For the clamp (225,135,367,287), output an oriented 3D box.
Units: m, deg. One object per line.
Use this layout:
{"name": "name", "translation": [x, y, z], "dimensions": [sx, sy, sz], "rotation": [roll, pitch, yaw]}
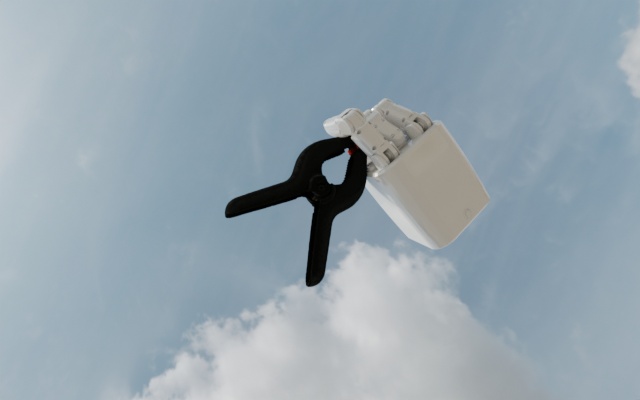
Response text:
{"name": "clamp", "translation": [0.000, 0.002, 0.500], "dimensions": [0.171, 0.120, 0.039], "rotation": [-41, 8, -18]}
